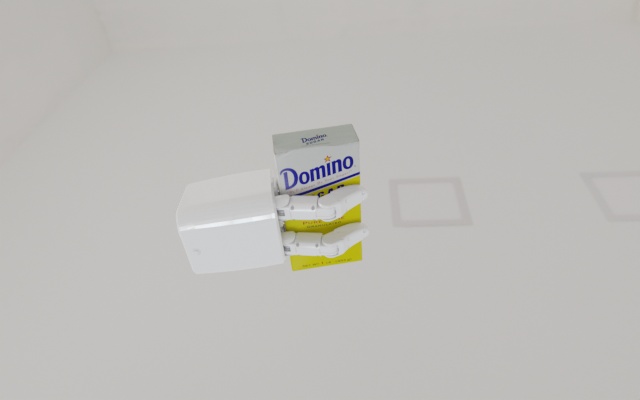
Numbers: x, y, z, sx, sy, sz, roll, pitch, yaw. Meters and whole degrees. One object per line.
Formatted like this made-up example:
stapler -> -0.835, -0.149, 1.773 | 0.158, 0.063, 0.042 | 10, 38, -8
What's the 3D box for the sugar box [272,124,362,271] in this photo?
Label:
sugar box -> 0.000, 0.002, 0.561 | 0.093, 0.176, 0.048 | -9, 40, -4
